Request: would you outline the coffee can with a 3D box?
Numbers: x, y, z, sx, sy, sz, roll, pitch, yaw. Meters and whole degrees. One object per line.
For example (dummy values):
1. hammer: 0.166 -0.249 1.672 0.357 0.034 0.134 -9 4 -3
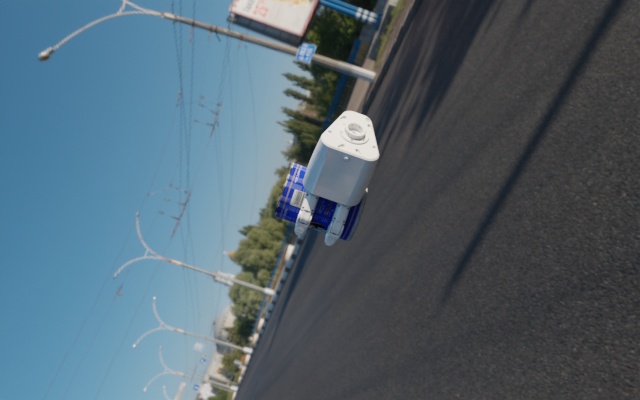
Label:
1. coffee can: 0.000 0.003 0.846 0.140 0.103 0.103 19 -1 -3
